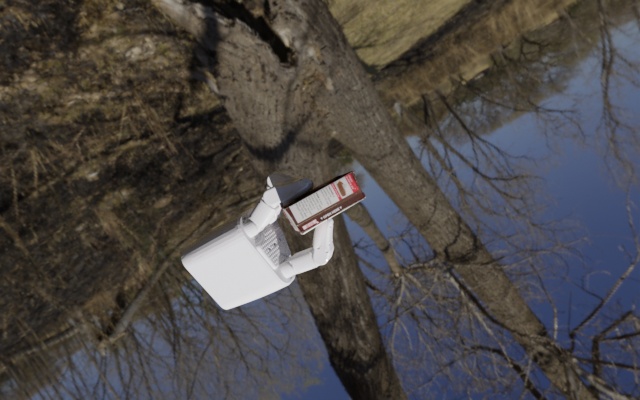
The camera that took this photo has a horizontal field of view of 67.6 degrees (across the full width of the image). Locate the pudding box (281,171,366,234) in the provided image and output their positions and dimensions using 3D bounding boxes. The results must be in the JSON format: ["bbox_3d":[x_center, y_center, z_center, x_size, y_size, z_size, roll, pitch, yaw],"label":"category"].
[{"bbox_3d":[0.000,0.002,0.587,0.090,0.039,0.113,-30,5,-6],"label":"pudding box"}]
